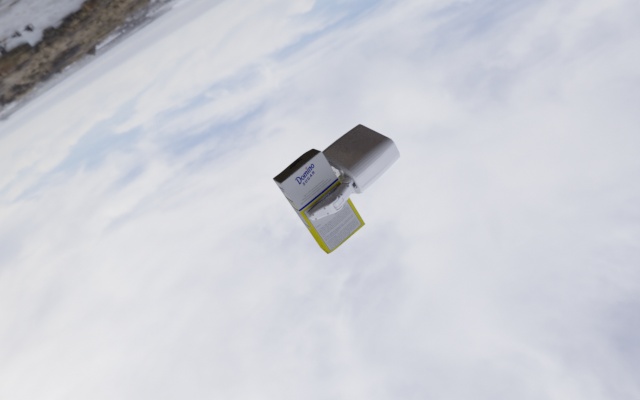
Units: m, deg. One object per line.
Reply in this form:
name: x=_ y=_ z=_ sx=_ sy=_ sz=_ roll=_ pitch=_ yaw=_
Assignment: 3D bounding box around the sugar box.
sugar box: x=0.000 y=0.003 z=0.854 sx=0.093 sy=0.176 sz=0.048 roll=-39 pitch=27 yaw=-12
